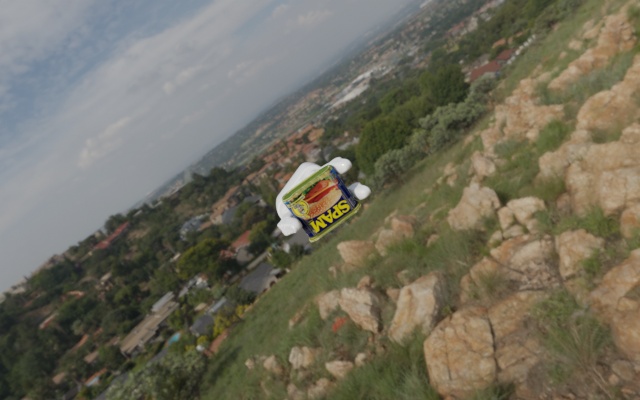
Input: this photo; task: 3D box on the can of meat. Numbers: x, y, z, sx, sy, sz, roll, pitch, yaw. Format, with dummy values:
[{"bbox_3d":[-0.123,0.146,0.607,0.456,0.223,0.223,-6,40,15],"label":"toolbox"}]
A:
[{"bbox_3d":[0.000,0.002,0.772,0.102,0.084,0.057,-35,12,4],"label":"can of meat"}]
